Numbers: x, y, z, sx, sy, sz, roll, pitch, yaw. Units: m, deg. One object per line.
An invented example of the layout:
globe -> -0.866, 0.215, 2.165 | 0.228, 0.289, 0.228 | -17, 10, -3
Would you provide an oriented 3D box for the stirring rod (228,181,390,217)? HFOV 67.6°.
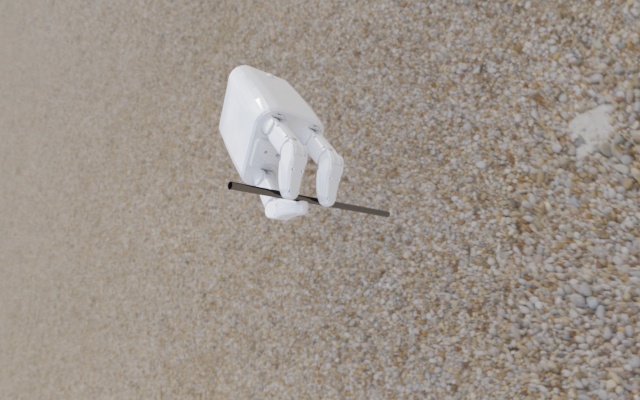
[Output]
stirring rod -> 0.000, 0.002, 0.542 | 0.239, 0.011, 0.011 | 11, -7, -42
